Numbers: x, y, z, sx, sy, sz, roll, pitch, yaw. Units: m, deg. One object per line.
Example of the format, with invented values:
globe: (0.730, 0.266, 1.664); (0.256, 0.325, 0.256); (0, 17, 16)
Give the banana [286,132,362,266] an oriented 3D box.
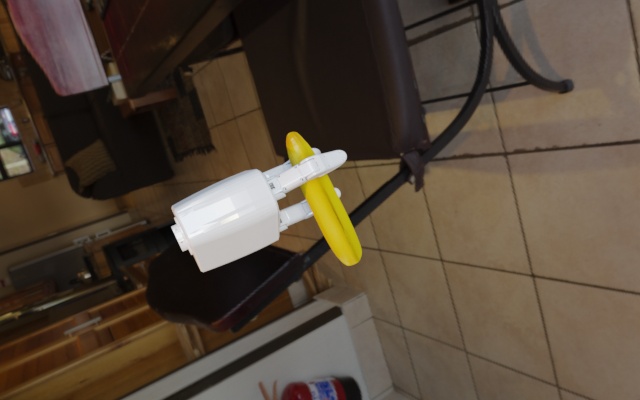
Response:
banana: (0.006, 0.009, 0.590); (0.037, 0.198, 0.069); (-28, 17, -7)
